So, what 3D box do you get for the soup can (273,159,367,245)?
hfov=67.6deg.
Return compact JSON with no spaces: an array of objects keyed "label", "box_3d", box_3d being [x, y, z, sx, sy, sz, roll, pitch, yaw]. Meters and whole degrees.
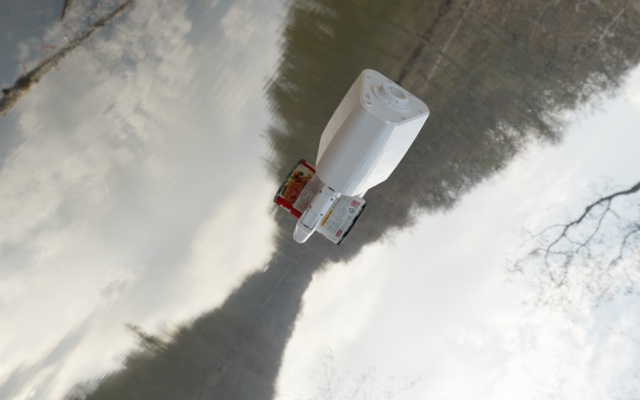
[{"label":"soup can","box_3d":[0.000,0.003,0.613,0.102,0.068,0.068,34,1,2]}]
